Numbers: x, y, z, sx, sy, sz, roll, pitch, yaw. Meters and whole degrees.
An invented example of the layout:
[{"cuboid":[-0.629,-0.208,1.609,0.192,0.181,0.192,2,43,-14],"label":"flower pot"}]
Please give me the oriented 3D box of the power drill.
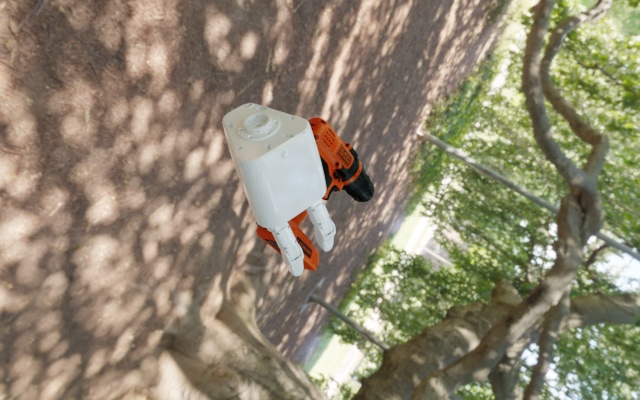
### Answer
[{"cuboid":[0.000,0.003,0.694,0.057,0.187,0.184,8,-27,42],"label":"power drill"}]
